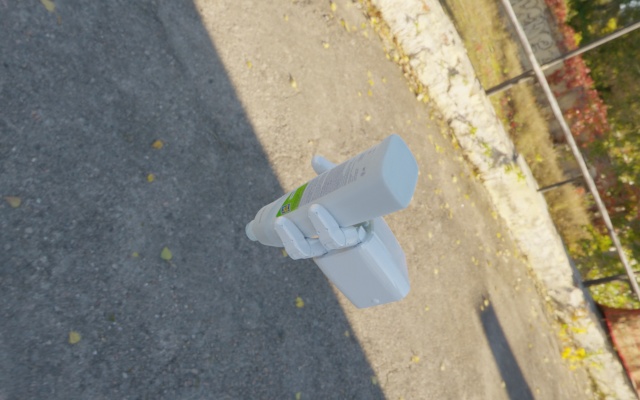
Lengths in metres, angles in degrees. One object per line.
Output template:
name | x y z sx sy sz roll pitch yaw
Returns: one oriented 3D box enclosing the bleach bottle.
bleach bottle | 0.000 0.002 0.629 0.251 0.068 0.102 -22 27 35
